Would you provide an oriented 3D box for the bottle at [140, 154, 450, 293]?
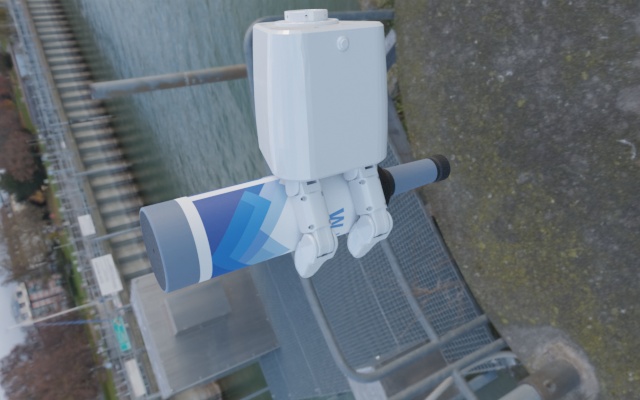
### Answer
[{"bbox_3d":[0.000,0.002,0.423,0.295,0.069,0.069,-16,8,-28],"label":"bottle"}]
